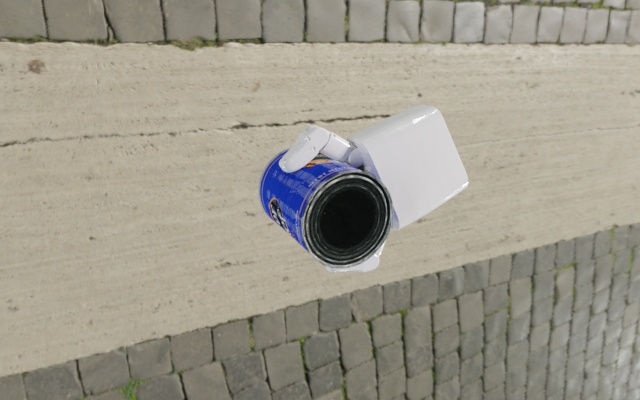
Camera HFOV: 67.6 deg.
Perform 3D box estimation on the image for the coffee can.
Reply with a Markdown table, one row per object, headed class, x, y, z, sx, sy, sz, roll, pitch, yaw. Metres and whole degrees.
| class | x | y | z | sx | sy | sz | roll | pitch | yaw |
| --- | --- | --- | --- | --- | --- | --- | --- | --- | --- |
| coffee can | 0.000 | 0.002 | 0.531 | 0.103 | 0.103 | 0.140 | 0 | 15 | -25 |
